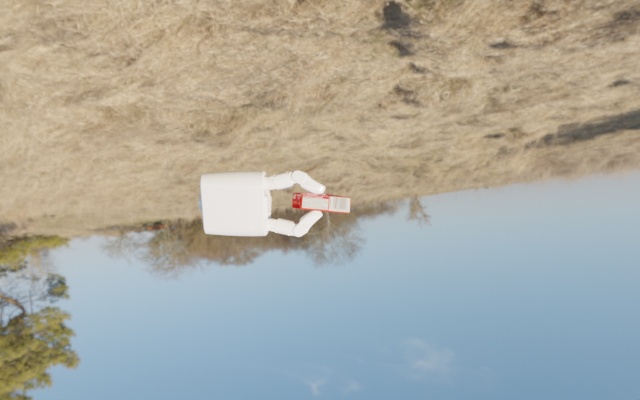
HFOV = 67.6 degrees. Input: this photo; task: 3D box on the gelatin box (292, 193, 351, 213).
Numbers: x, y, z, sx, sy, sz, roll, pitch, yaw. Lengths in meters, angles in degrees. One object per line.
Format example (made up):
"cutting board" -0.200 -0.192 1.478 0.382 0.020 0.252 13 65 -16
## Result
"gelatin box" 0.000 0.003 0.829 0.089 0.030 0.073 5 1 -13
